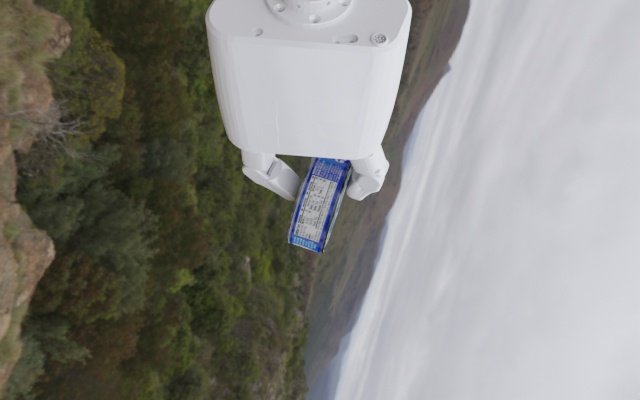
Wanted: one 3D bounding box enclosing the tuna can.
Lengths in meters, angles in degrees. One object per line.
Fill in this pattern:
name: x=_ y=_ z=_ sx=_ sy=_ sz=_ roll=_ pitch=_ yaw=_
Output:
tuna can: x=0.001 y=0.002 z=0.416 sx=0.034 sy=0.086 sz=0.086 roll=18 pitch=1 yaw=4
